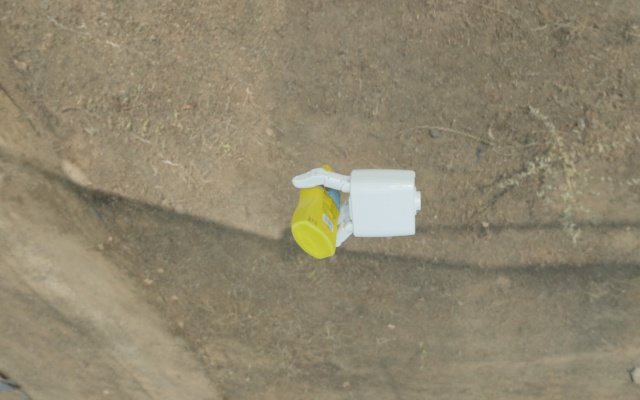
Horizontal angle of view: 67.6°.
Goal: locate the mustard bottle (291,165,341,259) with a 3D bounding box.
[{"bbox_3d":[0.000,0.003,0.854,0.058,0.191,0.096,-20,-53,27],"label":"mustard bottle"}]
